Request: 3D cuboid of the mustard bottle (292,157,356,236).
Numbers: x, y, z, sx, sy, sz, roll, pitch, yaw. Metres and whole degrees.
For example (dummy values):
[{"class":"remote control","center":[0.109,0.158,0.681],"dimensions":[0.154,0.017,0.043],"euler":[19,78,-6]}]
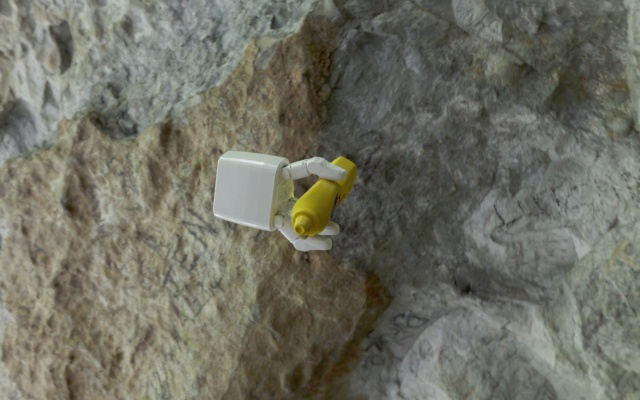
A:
[{"class":"mustard bottle","center":[0.001,0.003,0.759],"dimensions":[0.058,0.096,0.191],"euler":[33,31,4]}]
